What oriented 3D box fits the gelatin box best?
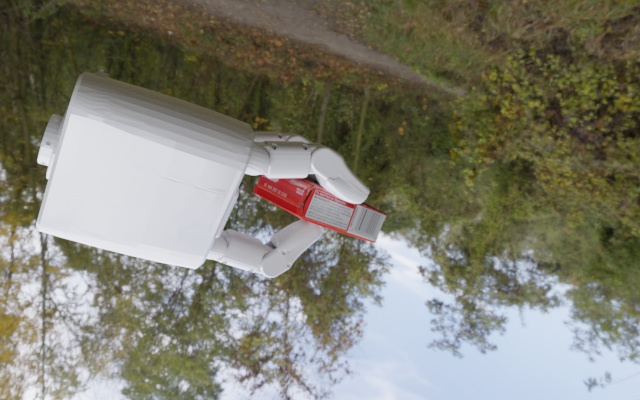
[{"bbox_3d":[0.000,0.002,0.401,0.089,0.030,0.073,21,4,-40],"label":"gelatin box"}]
